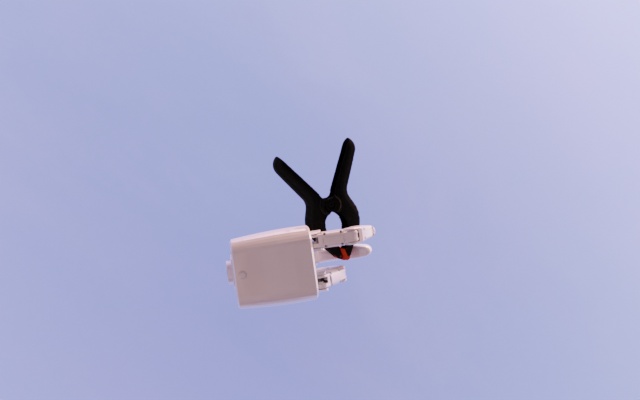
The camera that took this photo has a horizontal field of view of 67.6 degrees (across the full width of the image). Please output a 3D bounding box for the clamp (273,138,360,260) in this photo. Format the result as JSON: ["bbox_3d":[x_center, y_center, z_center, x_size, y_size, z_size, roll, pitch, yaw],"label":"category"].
[{"bbox_3d":[0.000,0.002,0.670,0.120,0.171,0.039,-8,0,-9],"label":"clamp"}]
